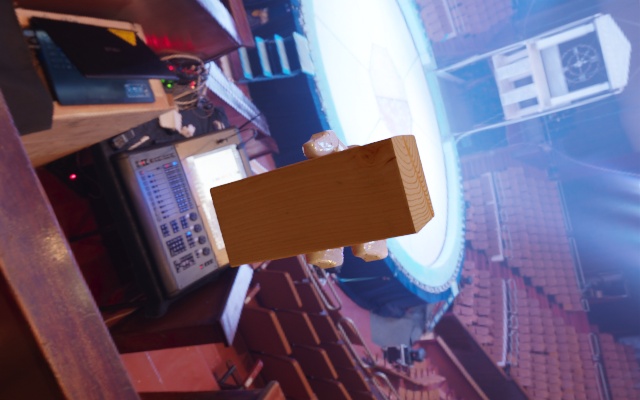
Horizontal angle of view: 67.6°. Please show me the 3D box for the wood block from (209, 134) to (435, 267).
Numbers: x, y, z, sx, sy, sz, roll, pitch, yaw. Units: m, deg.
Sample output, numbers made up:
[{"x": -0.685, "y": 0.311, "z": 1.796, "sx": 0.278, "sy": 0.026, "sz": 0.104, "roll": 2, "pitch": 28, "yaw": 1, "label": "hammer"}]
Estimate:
[{"x": 0.000, "y": 0.001, "z": 0.499, "sx": 0.206, "sy": 0.091, "sz": 0.090, "roll": -13, "pitch": 3, "yaw": 26, "label": "wood block"}]
